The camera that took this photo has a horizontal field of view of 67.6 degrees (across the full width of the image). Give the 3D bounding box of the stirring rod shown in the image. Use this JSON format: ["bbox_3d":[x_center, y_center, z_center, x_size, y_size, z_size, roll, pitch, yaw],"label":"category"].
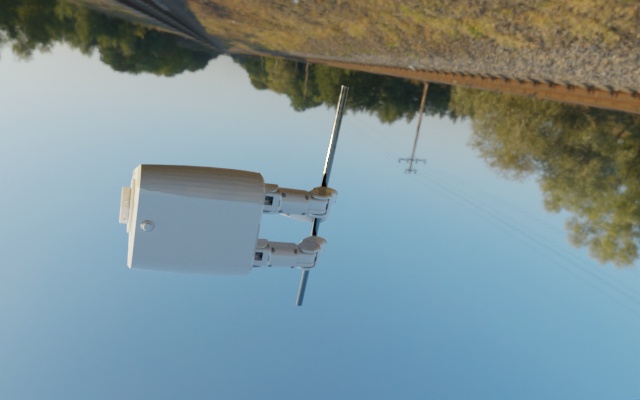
[{"bbox_3d":[0.000,0.002,0.499,0.011,0.239,0.011,11,15,-3],"label":"stirring rod"}]
